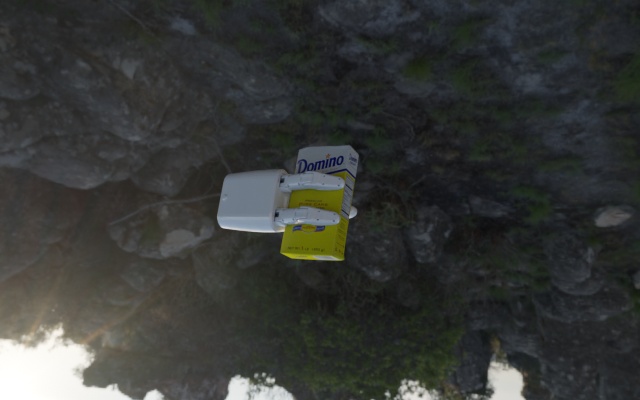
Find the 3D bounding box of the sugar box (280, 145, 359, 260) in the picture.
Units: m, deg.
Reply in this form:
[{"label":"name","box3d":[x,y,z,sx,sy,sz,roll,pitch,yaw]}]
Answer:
[{"label":"sugar box","box3d":[0.000,0.002,0.740,0.093,0.176,0.048,0,-17,27]}]
